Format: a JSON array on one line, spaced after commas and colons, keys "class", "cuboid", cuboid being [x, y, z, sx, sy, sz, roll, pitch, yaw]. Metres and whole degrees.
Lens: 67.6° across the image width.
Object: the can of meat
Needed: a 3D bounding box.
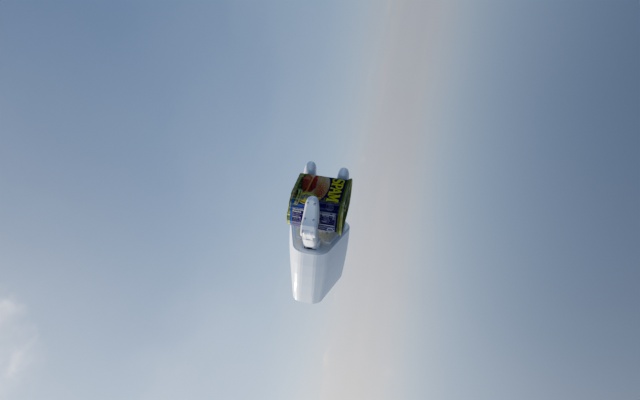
[{"class": "can of meat", "cuboid": [0.000, 0.002, 0.734, 0.084, 0.057, 0.102, 9, 33, 8]}]
